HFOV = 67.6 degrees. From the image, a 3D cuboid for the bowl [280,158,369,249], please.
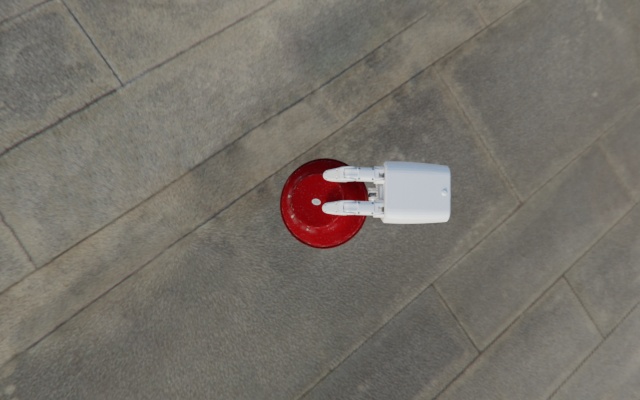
[{"bbox_3d":[-0.001,0.003,0.821,0.162,0.162,0.055,0,-5,12],"label":"bowl"}]
